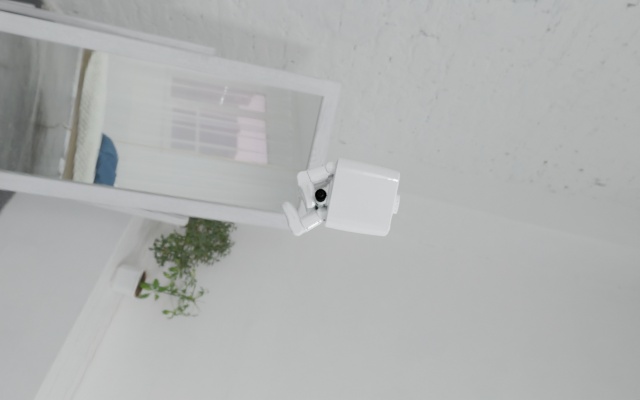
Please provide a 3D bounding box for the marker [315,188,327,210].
[{"bbox_3d":[0.000,0.003,0.779,0.020,0.020,0.121,0,-13,-1],"label":"marker"}]
